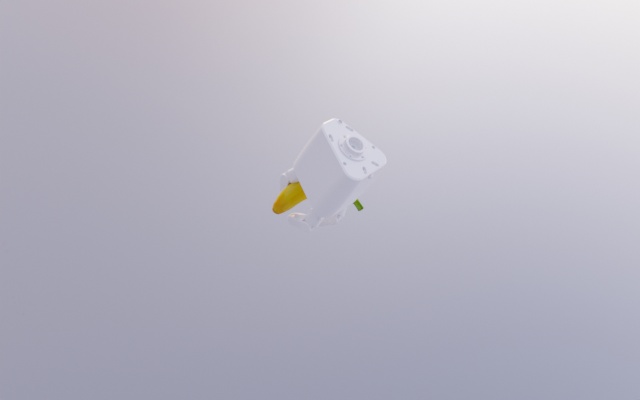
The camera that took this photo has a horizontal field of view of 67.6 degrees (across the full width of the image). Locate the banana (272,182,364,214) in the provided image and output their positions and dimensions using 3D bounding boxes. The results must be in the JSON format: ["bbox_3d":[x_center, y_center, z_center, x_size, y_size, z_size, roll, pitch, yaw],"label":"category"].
[{"bbox_3d":[-0.002,-0.014,0.841,0.198,0.069,0.037,-2,-23,-36],"label":"banana"}]
